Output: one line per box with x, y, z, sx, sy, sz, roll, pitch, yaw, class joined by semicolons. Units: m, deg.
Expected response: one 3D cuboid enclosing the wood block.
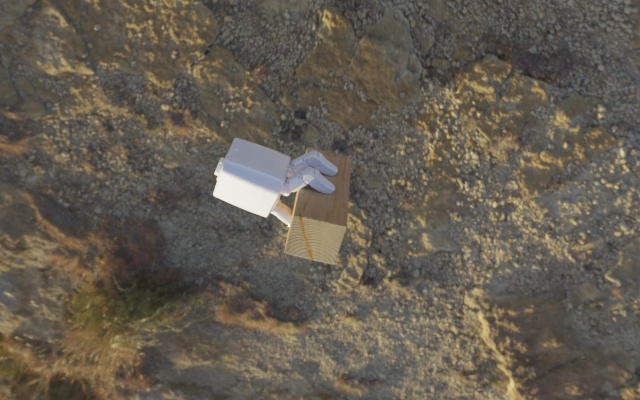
0.000;0.003;0.857;0.090;0.091;0.206;13;38;-3;wood block
